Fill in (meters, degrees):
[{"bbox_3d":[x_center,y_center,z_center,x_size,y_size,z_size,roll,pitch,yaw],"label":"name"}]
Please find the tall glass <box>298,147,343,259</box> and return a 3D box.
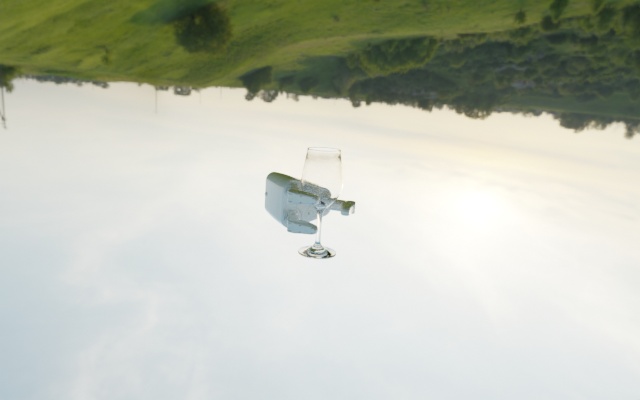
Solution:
[{"bbox_3d":[0.000,0.004,0.894,0.079,0.201,0.079,4,13,-1],"label":"tall glass"}]
